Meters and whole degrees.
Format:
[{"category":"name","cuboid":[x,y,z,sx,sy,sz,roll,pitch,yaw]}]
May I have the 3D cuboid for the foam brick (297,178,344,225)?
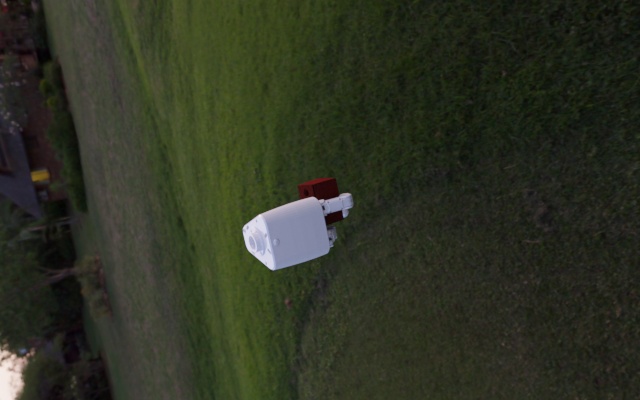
[{"category":"foam brick","cuboid":[0.000,0.002,0.840,0.051,0.078,0.053,-16,9,-30]}]
